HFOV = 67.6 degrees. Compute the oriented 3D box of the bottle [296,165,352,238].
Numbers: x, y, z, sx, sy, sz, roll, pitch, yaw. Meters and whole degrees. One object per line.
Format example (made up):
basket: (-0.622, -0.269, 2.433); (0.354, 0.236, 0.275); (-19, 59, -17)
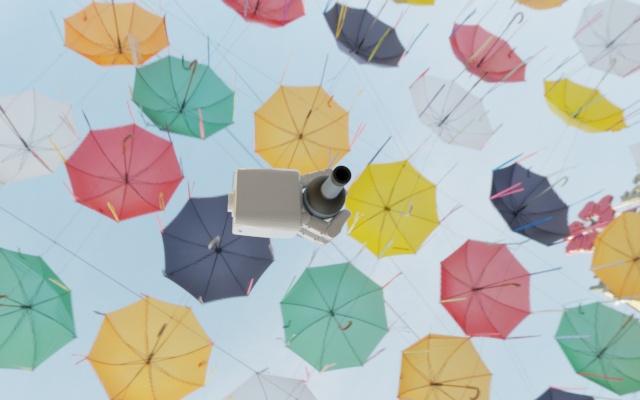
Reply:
bottle: (0.000, 0.003, 0.797); (0.069, 0.069, 0.296); (0, -15, -12)
